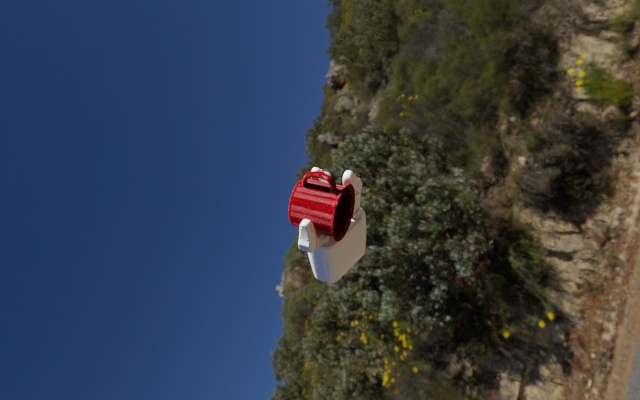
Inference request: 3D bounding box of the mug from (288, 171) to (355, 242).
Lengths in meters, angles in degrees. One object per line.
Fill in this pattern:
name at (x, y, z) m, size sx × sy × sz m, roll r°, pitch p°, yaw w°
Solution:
mug at (0.000, 0.001, 0.755) m, size 0.081 × 0.117 × 0.093 m, roll 13°, pitch 47°, yaw 21°
